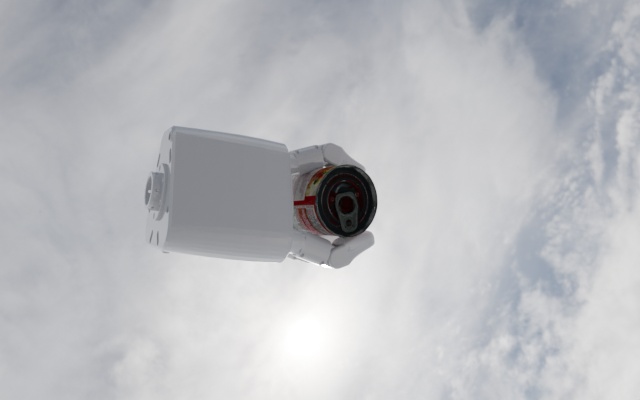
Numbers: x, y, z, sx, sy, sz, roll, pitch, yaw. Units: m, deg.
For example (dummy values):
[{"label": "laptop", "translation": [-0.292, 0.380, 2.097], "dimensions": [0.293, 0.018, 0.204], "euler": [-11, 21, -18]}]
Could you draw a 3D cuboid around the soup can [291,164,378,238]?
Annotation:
[{"label": "soup can", "translation": [0.000, 0.002, 0.483], "dimensions": [0.068, 0.068, 0.102], "euler": [0, -1, -30]}]
